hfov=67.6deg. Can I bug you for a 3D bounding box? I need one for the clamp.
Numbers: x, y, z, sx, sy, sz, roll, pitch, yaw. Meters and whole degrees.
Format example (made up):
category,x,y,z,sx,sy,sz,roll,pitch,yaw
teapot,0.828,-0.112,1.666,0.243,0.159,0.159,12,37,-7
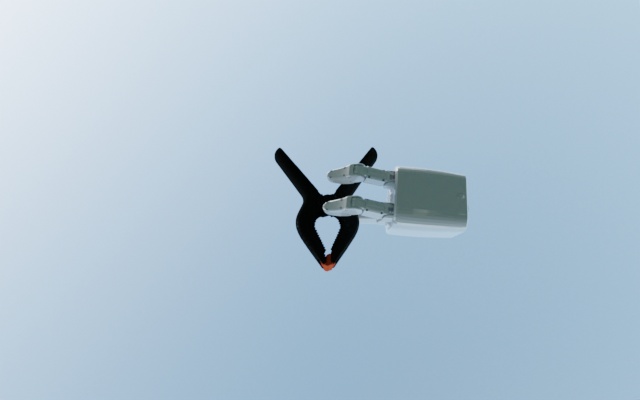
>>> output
category,x,y,z,sx,sy,sz,roll,pitch,yaw
clamp,0.000,0.003,0.730,0.164,0.210,0.036,5,-26,3
